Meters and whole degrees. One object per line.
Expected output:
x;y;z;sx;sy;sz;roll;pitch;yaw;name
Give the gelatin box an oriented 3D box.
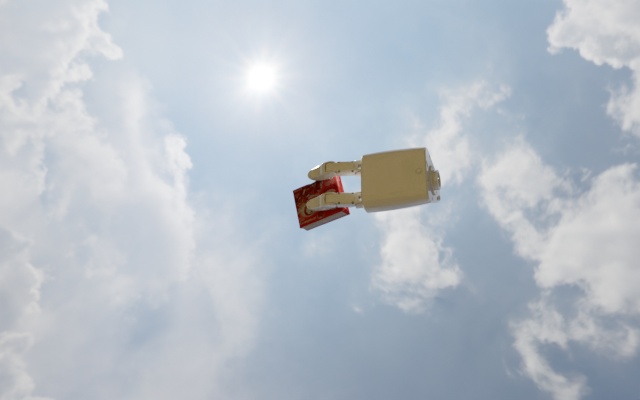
0.000;0.003;0.824;0.089;0.073;0.030;-23;-25;23;gelatin box
